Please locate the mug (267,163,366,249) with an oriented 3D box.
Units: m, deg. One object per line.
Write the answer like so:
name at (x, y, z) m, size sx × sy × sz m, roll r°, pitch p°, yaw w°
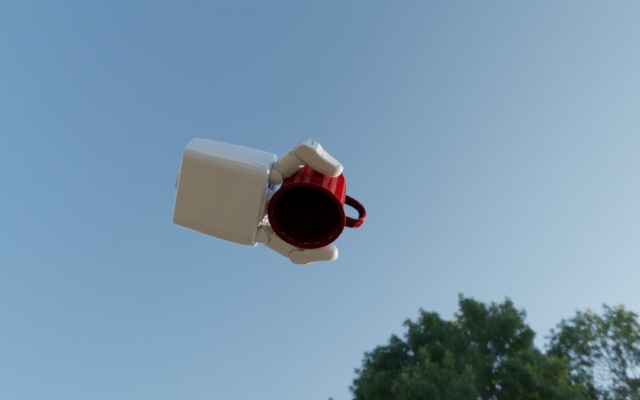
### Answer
mug at (0.002, 0.002, 0.589) m, size 0.117 × 0.093 × 0.081 m, roll 15°, pitch 32°, yaw 0°
